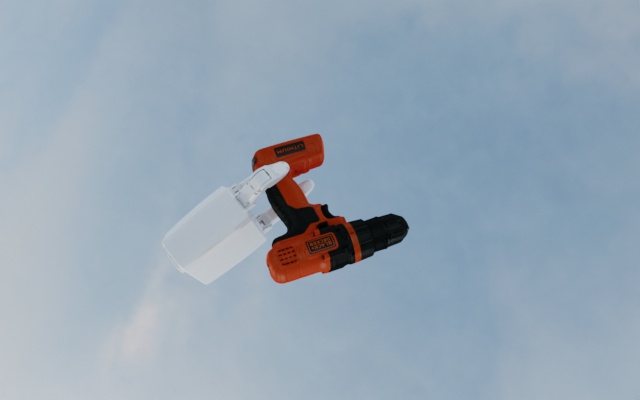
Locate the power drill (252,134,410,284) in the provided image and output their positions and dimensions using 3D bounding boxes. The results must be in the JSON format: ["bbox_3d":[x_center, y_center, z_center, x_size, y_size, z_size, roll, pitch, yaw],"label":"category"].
[{"bbox_3d":[0.000,0.002,0.622,0.184,0.187,0.057,-16,-31,-14],"label":"power drill"}]
